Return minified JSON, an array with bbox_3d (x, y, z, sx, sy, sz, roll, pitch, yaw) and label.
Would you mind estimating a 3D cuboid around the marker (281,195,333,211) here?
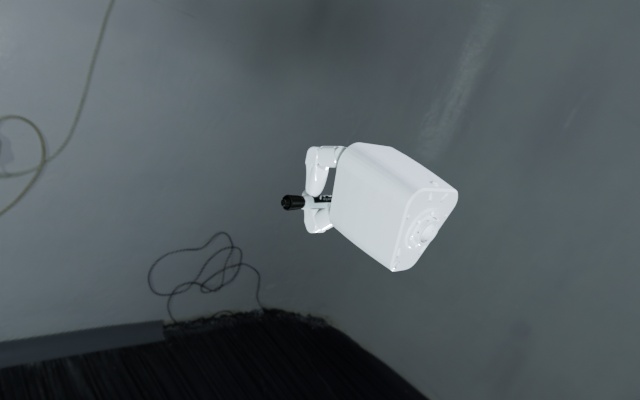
[{"bbox_3d":[0.000,0.002,0.596,0.121,0.020,0.020,-1,0,-44],"label":"marker"}]
